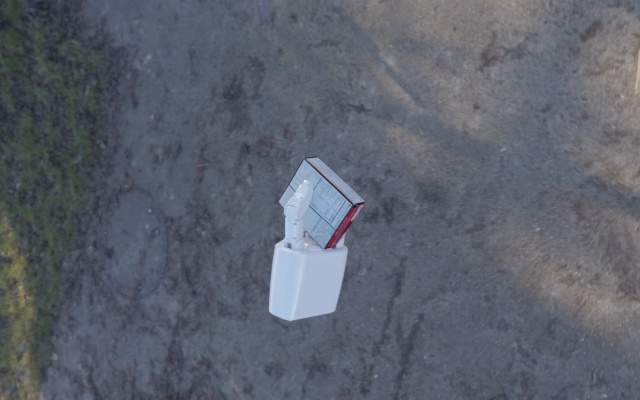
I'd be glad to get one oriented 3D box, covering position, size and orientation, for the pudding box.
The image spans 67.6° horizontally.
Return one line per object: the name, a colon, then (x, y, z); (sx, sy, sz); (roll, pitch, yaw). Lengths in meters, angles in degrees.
pudding box: (0.000, 0.002, 0.708); (0.113, 0.090, 0.039); (44, 28, 22)
